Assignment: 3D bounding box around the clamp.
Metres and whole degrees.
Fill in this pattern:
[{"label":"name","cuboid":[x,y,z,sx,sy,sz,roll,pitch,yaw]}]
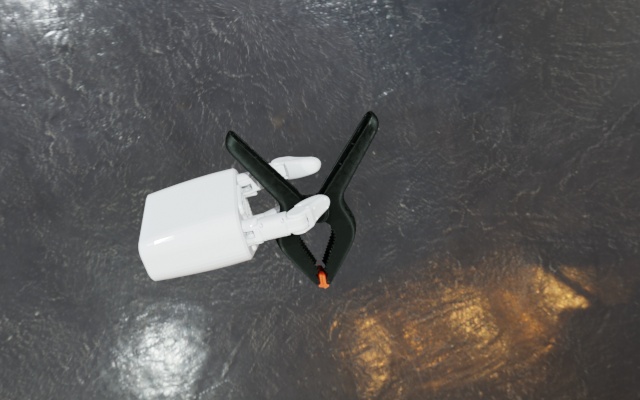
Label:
[{"label":"clamp","cuboid":[0.000,0.003,0.543,0.164,0.210,0.036,-14,23,0]}]
